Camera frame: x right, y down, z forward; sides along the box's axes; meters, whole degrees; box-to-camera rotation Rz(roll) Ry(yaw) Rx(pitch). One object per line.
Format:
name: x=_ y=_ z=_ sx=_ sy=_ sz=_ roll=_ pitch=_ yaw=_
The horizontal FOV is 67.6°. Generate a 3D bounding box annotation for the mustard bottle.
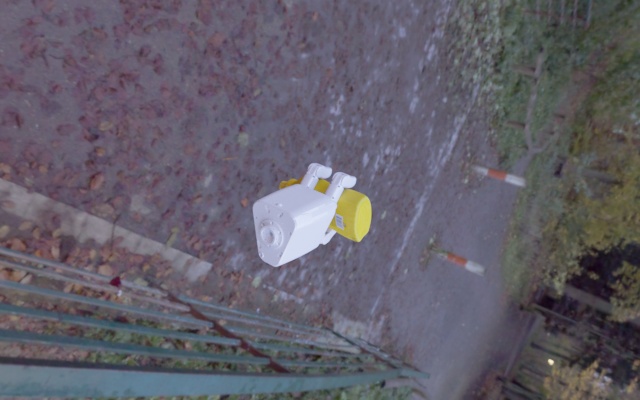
mustard bottle: x=0.001 y=0.003 z=0.890 sx=0.191 sy=0.096 sz=0.058 roll=23 pitch=51 yaw=29
